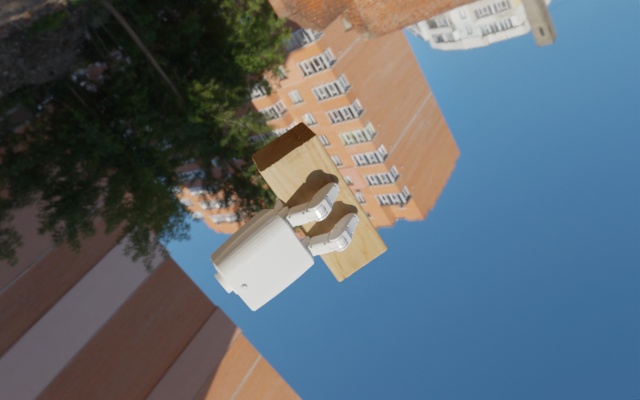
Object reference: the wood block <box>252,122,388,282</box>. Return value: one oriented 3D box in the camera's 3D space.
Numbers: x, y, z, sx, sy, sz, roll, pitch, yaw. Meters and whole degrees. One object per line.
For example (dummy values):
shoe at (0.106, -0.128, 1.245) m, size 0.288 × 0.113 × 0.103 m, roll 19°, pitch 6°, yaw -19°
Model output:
wood block at (0.000, 0.002, 0.689) m, size 0.090 × 0.206 × 0.090 m, roll -34°, pitch 26°, yaw -2°
